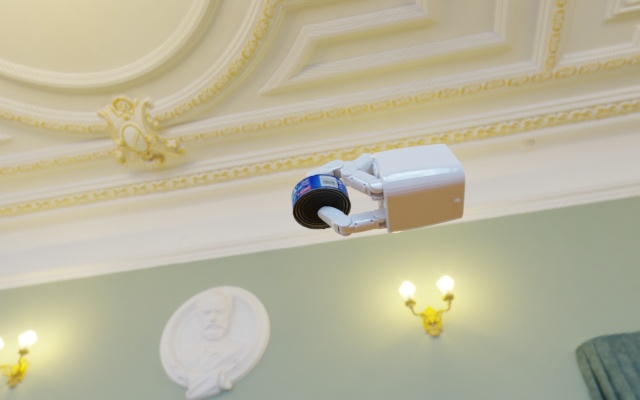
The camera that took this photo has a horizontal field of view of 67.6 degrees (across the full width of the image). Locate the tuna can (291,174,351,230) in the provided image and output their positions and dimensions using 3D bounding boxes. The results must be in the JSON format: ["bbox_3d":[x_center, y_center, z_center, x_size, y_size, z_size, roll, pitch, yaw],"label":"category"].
[{"bbox_3d":[0.000,0.002,0.701,0.086,0.086,0.033,0,44,-11],"label":"tuna can"}]
